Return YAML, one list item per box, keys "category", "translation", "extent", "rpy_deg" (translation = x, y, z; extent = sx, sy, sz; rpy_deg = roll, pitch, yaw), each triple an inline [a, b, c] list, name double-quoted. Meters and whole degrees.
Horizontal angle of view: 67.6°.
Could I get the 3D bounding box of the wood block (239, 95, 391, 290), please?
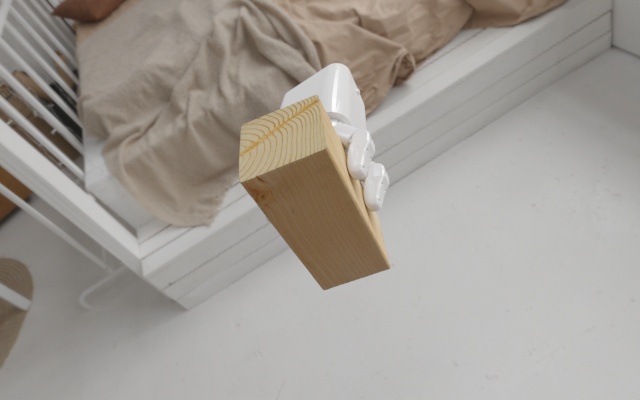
- category: "wood block"
  translation: [0.000, 0.001, 0.530]
  extent: [0.091, 0.090, 0.206]
  rpy_deg: [-20, -45, 12]
